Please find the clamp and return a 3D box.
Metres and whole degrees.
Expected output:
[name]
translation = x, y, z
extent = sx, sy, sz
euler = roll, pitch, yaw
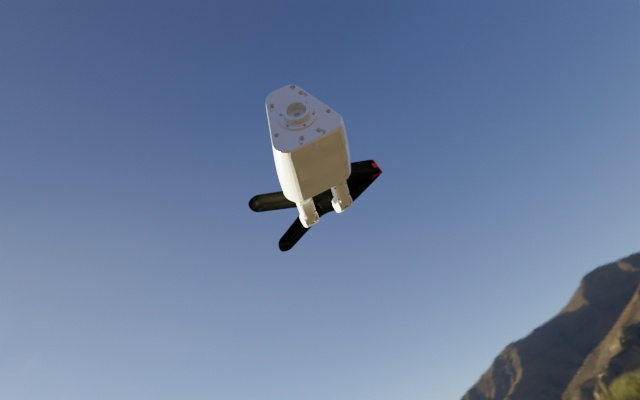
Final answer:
[clamp]
translation = 0.000, 0.001, 0.751
extent = 0.210, 0.036, 0.165
euler = -26, -30, -10
